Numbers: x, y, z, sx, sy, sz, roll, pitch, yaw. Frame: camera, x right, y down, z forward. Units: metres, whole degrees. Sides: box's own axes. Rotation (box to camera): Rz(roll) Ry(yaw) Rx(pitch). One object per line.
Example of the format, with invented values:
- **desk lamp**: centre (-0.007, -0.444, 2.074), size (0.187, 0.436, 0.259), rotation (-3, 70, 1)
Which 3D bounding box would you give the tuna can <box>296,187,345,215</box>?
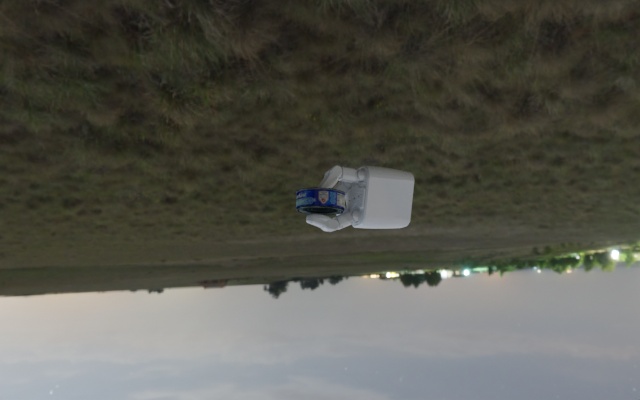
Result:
- **tuna can**: centre (0.000, 0.003, 0.829), size (0.086, 0.033, 0.086), rotation (2, -11, 0)
